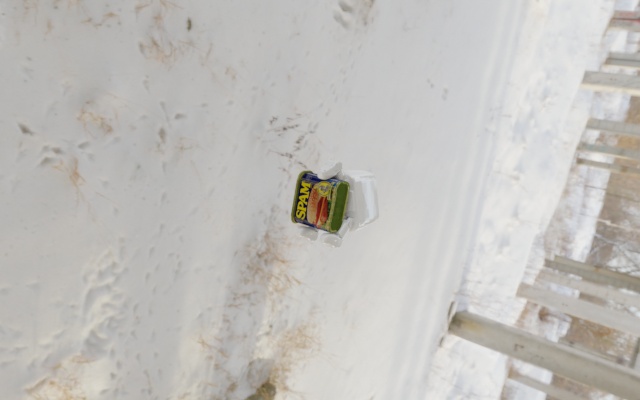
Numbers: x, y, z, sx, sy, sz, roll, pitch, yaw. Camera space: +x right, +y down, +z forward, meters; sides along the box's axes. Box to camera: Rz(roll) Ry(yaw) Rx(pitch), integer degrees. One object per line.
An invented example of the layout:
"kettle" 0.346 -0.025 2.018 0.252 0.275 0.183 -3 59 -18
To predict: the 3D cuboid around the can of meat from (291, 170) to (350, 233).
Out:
"can of meat" 0.000 0.003 0.876 0.084 0.102 0.057 16 11 28
